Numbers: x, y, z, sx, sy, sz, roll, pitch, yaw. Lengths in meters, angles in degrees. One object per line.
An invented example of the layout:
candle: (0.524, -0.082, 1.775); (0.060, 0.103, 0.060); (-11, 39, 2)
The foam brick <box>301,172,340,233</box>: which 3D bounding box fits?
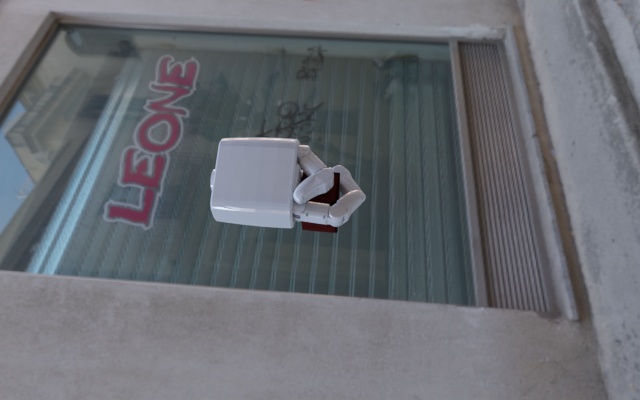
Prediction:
foam brick: (0.000, 0.002, 0.662); (0.051, 0.053, 0.078); (3, -35, 4)
